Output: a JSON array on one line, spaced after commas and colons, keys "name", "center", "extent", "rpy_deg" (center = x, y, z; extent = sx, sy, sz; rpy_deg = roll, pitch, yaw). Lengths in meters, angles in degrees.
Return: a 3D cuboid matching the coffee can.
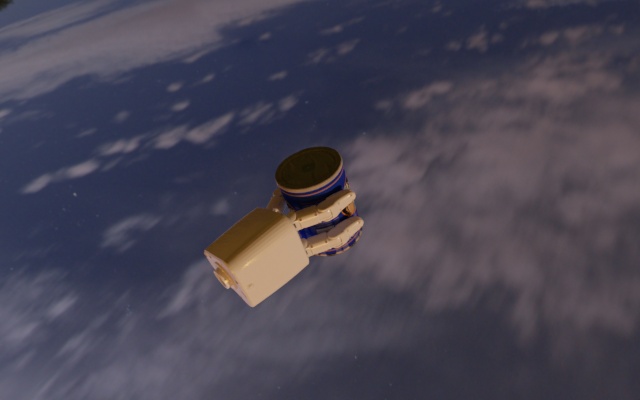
[{"name": "coffee can", "center": [0.000, 0.002, 0.742], "extent": [0.103, 0.140, 0.102], "rpy_deg": [-12, 38, 10]}]
